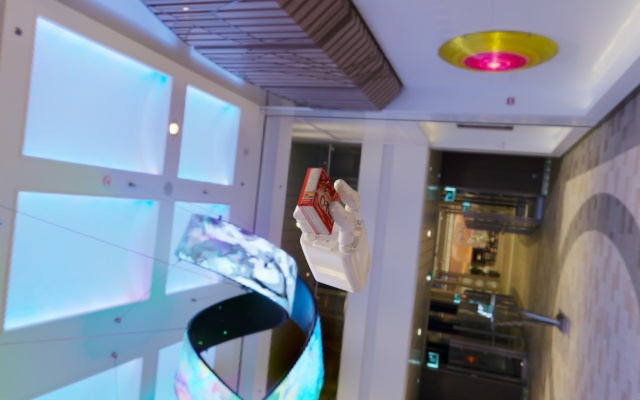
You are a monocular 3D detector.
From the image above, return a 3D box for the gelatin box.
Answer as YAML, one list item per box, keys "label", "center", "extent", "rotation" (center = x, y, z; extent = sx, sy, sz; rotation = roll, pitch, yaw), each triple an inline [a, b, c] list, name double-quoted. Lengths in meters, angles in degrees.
- label: "gelatin box"
  center: [0.000, 0.002, 0.762]
  extent: [0.030, 0.073, 0.089]
  rotation: [-1, -35, 25]
